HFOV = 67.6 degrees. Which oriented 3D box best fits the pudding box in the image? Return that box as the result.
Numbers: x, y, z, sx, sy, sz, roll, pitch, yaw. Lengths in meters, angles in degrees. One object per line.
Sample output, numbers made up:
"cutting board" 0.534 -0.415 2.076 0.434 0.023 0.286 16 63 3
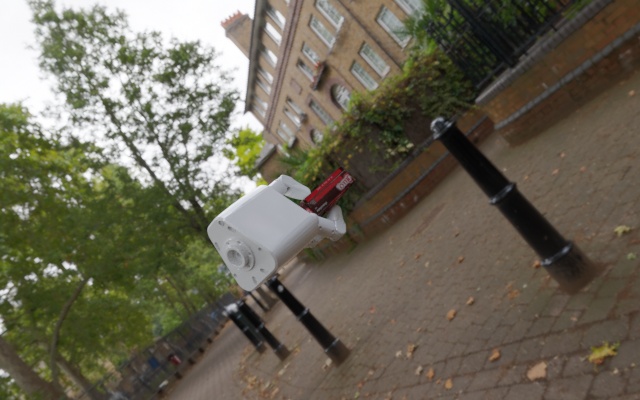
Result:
"pudding box" 0.000 0.002 0.762 0.090 0.039 0.113 -42 -2 -23
